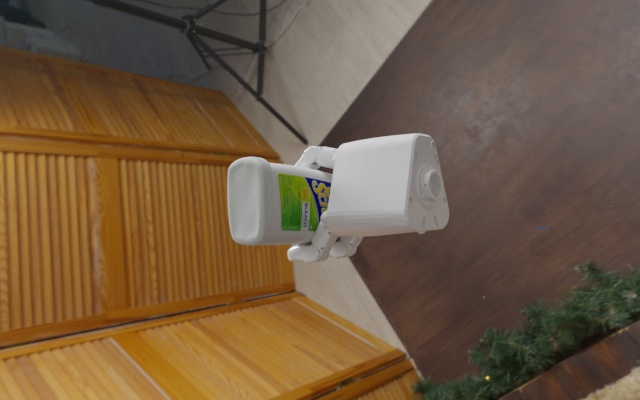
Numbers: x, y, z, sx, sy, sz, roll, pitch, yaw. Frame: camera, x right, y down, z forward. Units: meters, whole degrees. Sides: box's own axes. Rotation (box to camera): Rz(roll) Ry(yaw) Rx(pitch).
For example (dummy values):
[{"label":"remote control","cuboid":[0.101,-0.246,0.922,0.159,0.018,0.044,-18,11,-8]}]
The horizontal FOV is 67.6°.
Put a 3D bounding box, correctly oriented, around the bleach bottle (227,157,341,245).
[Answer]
[{"label":"bleach bottle","cuboid":[0.000,0.002,0.619,0.068,0.102,0.251,-3,-2,43]}]
